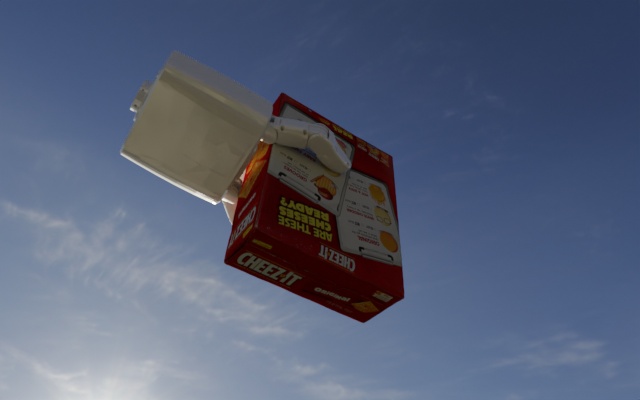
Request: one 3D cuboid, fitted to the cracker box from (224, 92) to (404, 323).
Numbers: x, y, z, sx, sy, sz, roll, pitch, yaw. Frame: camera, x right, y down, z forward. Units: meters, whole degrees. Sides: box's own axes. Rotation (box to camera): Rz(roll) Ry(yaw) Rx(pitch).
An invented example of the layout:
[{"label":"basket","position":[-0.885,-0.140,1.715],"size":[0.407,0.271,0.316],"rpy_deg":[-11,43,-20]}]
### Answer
[{"label":"cracker box","position":[0.000,0.001,0.512],"size":[0.164,0.213,0.072],"rpy_deg":[27,-50,-21]}]
